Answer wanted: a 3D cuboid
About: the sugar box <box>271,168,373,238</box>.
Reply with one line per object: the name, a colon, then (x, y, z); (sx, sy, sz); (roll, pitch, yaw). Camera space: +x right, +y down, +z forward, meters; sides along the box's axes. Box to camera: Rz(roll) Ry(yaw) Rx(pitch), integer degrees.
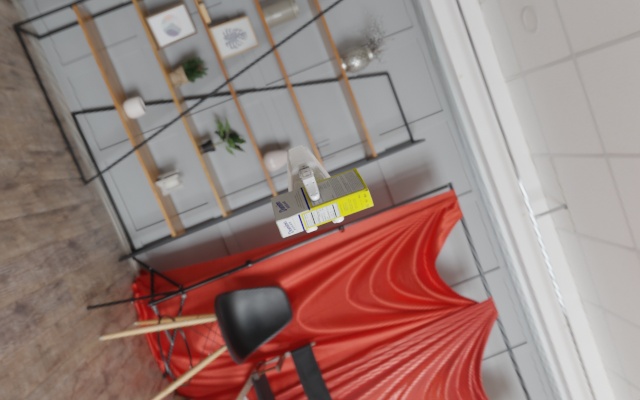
sugar box: (0.000, 0.003, 0.889); (0.176, 0.048, 0.093); (-21, 30, 0)
